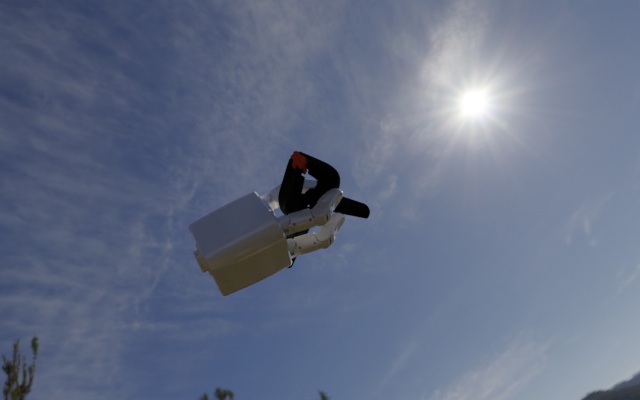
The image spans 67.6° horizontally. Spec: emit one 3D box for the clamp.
[{"bbox_3d":[-0.001,0.002,0.691,0.164,0.210,0.036,-29,53,-16],"label":"clamp"}]
